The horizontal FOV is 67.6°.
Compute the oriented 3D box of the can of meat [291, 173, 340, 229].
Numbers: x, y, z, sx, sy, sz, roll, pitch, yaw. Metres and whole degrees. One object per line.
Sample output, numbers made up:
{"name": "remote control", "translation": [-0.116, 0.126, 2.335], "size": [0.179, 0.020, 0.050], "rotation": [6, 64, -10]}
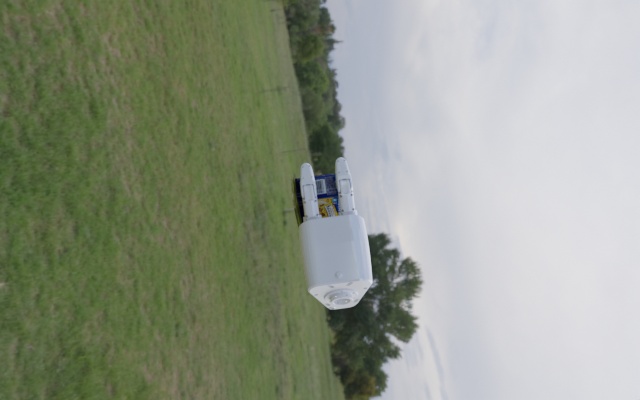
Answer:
{"name": "can of meat", "translation": [0.000, 0.002, 0.770], "size": [0.084, 0.057, 0.102], "rotation": [-7, -36, 0]}
